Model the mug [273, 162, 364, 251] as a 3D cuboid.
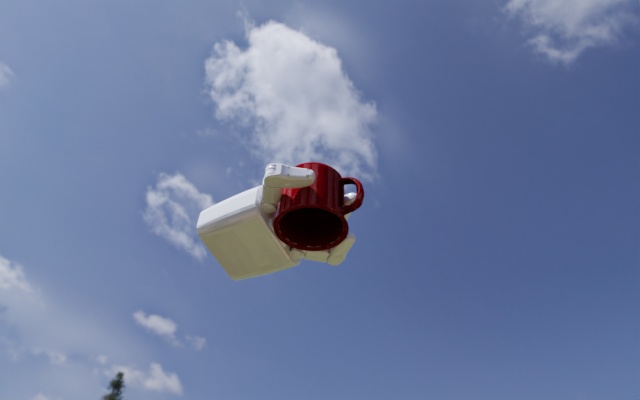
[{"bbox_3d":[0.001,0.001,0.607,0.117,0.081,0.093,-19,-46,23],"label":"mug"}]
